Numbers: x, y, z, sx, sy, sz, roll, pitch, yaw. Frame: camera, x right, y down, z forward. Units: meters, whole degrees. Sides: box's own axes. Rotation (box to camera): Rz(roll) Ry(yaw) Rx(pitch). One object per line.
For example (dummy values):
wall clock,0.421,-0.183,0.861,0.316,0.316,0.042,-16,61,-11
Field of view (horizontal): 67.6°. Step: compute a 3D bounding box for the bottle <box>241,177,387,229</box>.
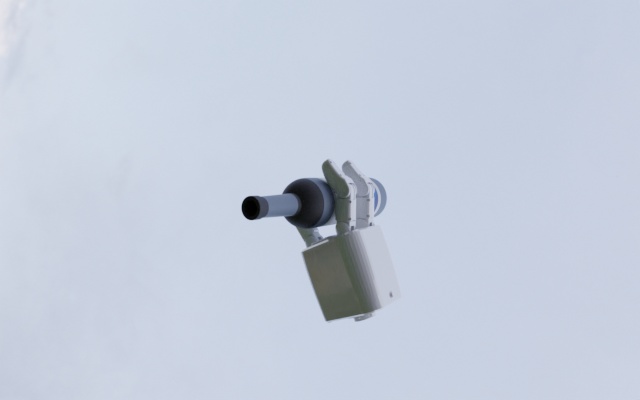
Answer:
bottle,0.000,0.002,0.650,0.069,0.069,0.295,0,2,32
